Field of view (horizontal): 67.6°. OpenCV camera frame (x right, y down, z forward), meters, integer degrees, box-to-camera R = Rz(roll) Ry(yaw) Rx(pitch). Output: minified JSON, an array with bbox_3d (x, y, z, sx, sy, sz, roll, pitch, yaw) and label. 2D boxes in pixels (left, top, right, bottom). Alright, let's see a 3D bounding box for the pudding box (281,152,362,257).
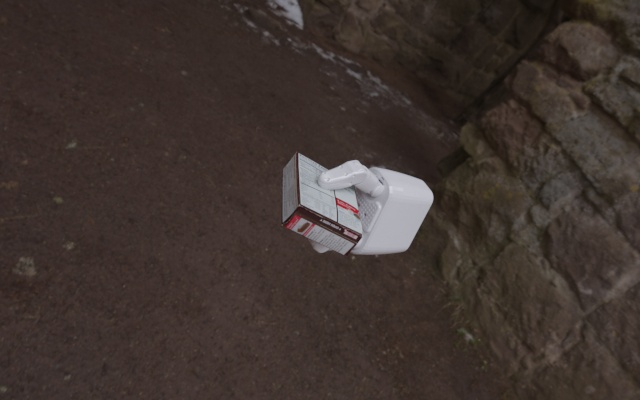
[{"bbox_3d":[0.000,0.002,0.565,0.090,0.039,0.113,26,29,-22],"label":"pudding box"}]
